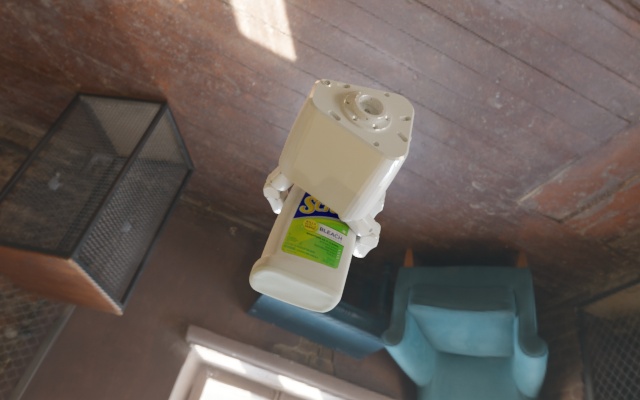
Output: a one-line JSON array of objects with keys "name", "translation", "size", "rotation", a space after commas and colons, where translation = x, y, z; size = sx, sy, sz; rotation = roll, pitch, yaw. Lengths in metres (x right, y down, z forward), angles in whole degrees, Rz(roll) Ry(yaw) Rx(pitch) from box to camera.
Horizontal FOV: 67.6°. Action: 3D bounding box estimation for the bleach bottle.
[{"name": "bleach bottle", "translation": [0.000, 0.002, 0.579], "size": [0.102, 0.250, 0.068], "rotation": [21, -38, -8]}]
